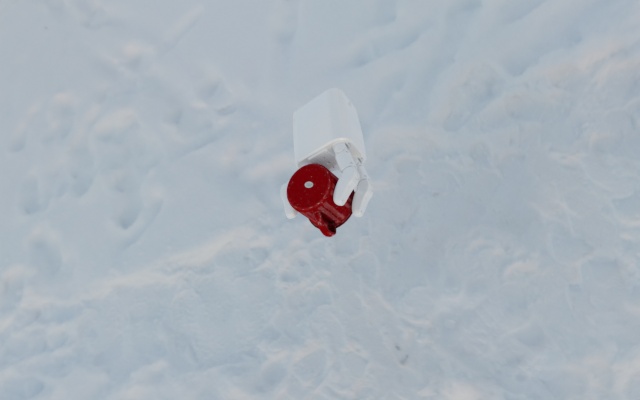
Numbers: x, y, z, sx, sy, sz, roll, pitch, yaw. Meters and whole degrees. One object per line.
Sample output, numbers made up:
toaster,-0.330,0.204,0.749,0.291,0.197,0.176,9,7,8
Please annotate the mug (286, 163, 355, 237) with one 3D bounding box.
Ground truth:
mug,0.000,0.004,0.760,0.093,0.117,0.081,-20,-29,21
